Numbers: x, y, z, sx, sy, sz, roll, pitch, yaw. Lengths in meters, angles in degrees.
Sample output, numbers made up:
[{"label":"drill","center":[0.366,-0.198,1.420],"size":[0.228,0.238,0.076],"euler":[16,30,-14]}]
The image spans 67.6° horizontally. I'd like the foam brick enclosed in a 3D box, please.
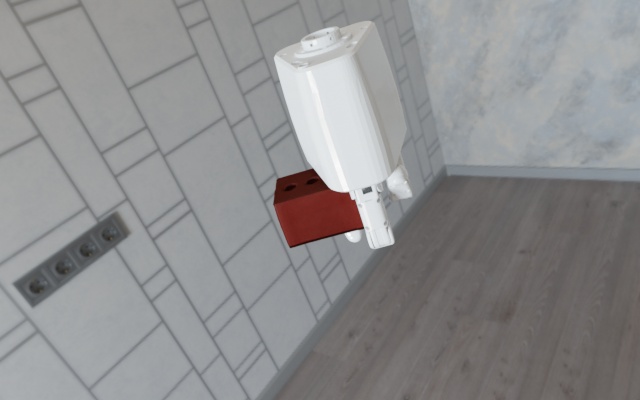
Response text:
[{"label":"foam brick","center":[0.000,0.002,0.450],"size":[0.078,0.051,0.053],"euler":[-16,30,9]}]
